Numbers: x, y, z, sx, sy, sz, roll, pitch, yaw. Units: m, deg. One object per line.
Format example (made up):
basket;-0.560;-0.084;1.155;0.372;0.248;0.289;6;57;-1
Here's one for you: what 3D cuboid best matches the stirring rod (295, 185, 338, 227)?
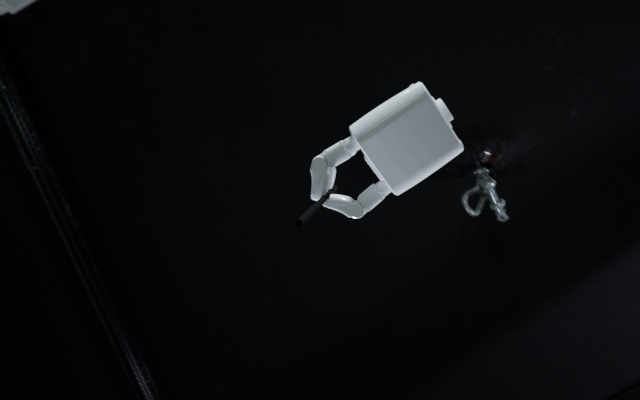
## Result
stirring rod;0.000;0.002;0.601;0.011;0.011;0.239;0;10;11
